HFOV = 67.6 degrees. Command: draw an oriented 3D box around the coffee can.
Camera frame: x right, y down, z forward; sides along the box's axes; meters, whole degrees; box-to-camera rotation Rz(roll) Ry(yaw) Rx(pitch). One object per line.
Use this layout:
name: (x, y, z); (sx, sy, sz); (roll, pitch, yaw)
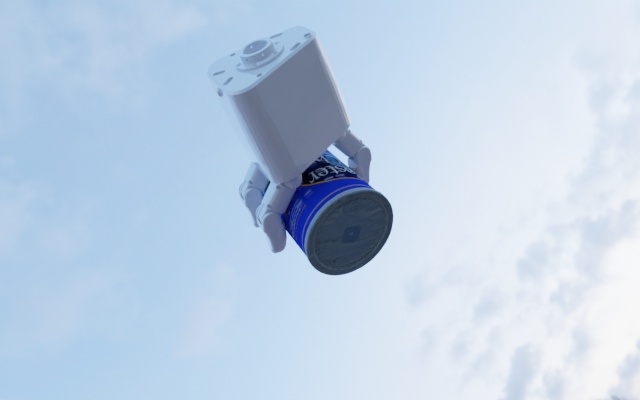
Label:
coffee can: (0.000, 0.002, 0.536); (0.103, 0.103, 0.140); (0, 29, -32)
